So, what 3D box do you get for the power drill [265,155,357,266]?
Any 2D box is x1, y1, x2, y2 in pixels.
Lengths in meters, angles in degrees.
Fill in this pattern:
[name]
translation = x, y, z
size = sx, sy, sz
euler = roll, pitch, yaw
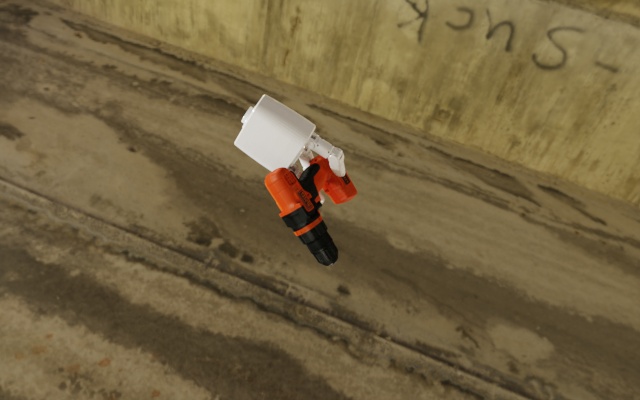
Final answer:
[power drill]
translation = 0.000, 0.002, 0.842
size = 0.057, 0.184, 0.187
euler = -26, 10, 31
